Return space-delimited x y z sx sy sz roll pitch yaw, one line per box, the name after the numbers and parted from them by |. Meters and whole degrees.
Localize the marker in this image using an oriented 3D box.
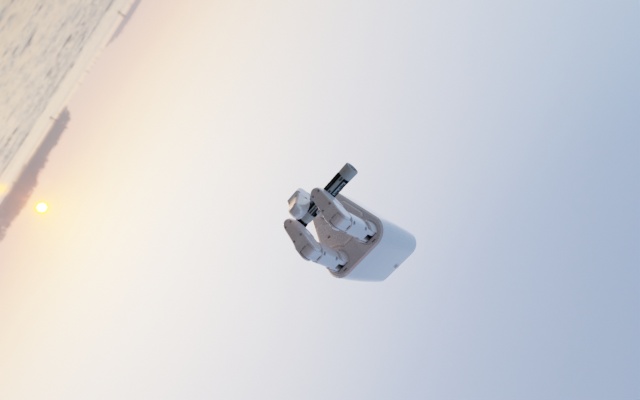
0.000 0.002 0.598 0.121 0.020 0.020 -47 -19 18 | marker
